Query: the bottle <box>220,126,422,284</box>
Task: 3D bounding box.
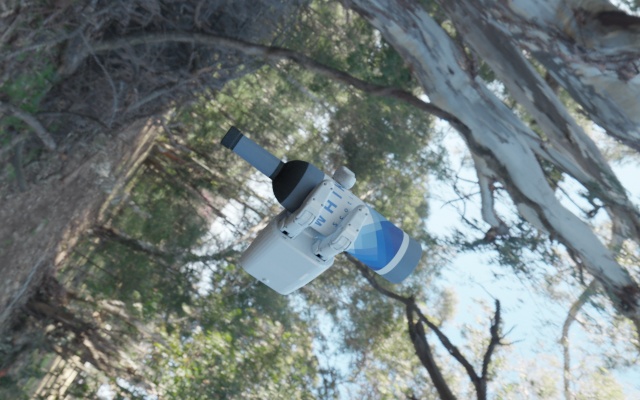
[{"bbox_3d":[0.000,0.002,0.621,0.296,0.069,0.069,36,-9,-13],"label":"bottle"}]
